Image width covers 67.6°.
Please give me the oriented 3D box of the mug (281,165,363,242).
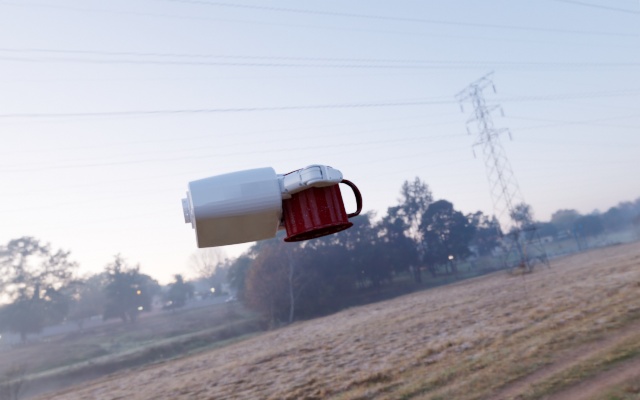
[{"bbox_3d":[0.001,0.002,0.629,0.117,0.081,0.093,-10,-11,-16],"label":"mug"}]
